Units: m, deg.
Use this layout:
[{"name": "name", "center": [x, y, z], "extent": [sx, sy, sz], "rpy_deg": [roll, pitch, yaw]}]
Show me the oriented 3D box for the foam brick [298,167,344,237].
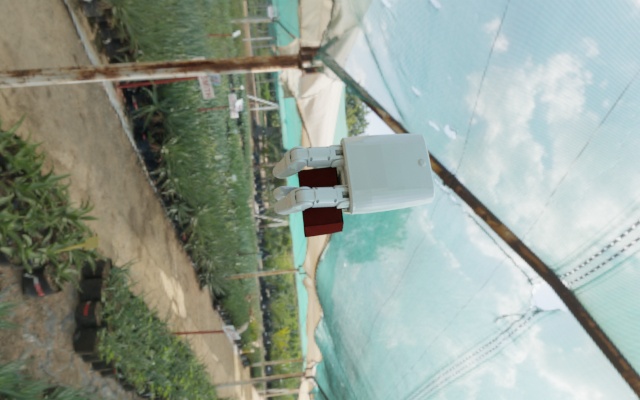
[{"name": "foam brick", "center": [0.000, 0.002, 0.617], "extent": [0.051, 0.078, 0.053], "rpy_deg": [-6, -17, -2]}]
